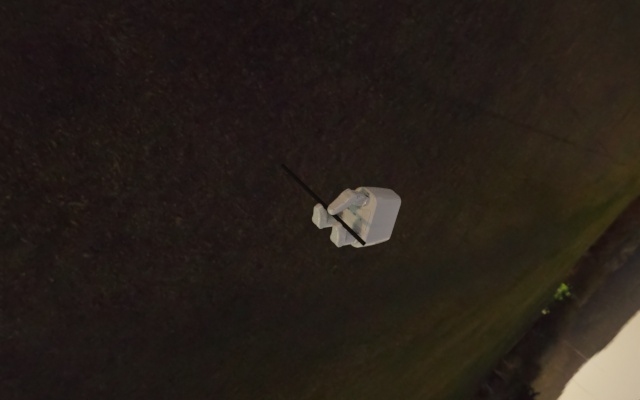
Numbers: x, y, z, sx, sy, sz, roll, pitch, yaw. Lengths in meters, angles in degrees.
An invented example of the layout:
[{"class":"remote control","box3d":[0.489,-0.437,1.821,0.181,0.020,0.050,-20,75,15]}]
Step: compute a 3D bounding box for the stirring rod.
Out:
[{"class":"stirring rod","box3d":[0.000,0.003,0.882,0.239,0.011,0.011,44,25,29]}]
